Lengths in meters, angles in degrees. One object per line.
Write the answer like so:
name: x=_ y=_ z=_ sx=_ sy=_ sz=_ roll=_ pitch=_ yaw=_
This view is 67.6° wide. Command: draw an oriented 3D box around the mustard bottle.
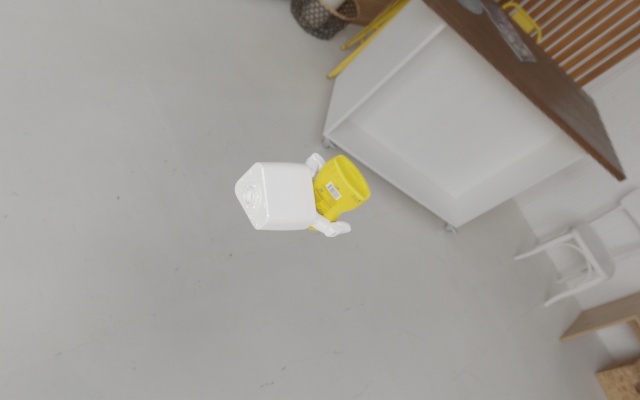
mustard bottle: x=0.001 y=0.003 z=0.896 sx=0.192 sy=0.096 sz=0.058 roll=-38 pitch=-2 yaw=40
